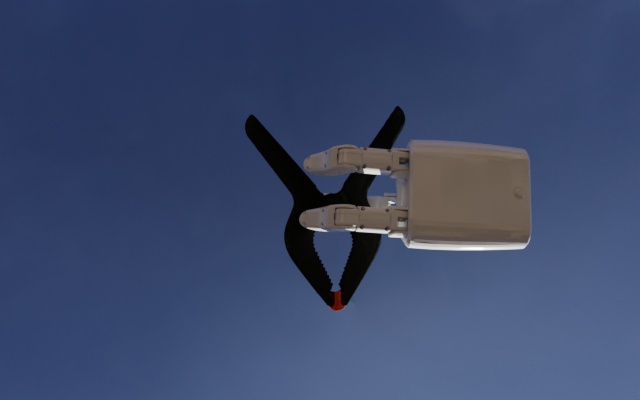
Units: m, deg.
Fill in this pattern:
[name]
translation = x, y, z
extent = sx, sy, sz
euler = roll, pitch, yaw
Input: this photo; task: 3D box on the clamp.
[clamp]
translation = 0.000, 0.002, 0.477
extent = 0.164, 0.210, 0.036
euler = 3, -12, 2
